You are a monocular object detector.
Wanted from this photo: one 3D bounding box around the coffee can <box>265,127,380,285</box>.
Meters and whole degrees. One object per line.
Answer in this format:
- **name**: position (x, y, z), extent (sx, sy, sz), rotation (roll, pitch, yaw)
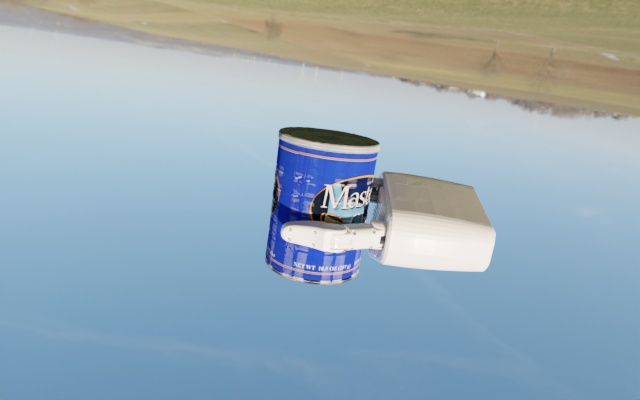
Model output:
- **coffee can**: position (0.000, 0.001, 0.498), extent (0.103, 0.140, 0.102), rotation (7, 16, -2)
